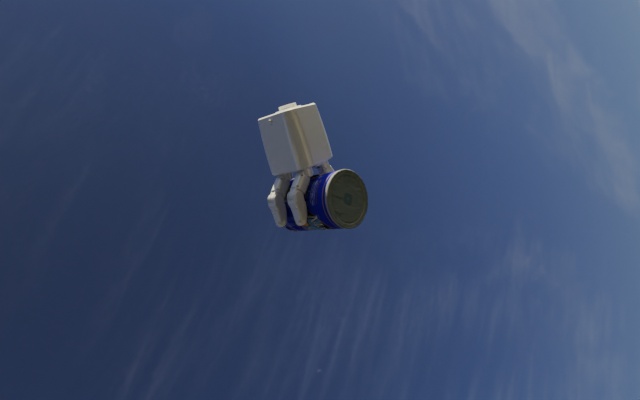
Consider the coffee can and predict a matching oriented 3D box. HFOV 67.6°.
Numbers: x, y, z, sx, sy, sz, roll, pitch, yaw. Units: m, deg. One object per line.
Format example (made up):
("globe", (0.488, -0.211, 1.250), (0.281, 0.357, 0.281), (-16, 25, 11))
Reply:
("coffee can", (0.000, 0.003, 0.864), (0.103, 0.103, 0.140), (0, -5, -44))
